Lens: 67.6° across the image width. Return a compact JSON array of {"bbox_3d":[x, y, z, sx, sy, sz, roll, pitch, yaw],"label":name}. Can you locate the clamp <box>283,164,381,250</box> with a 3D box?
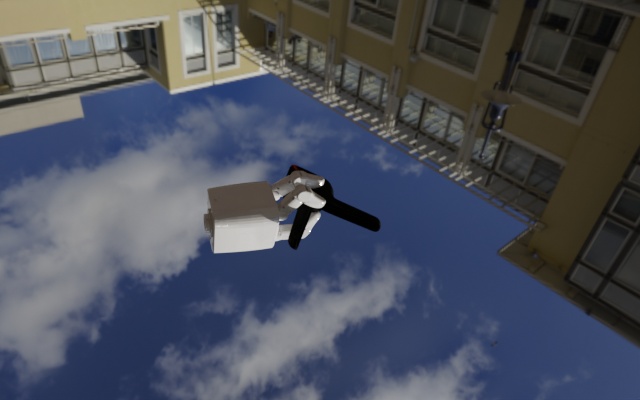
[{"bbox_3d":[0.000,0.003,0.842,0.164,0.036,0.209,-5,38,-19],"label":"clamp"}]
